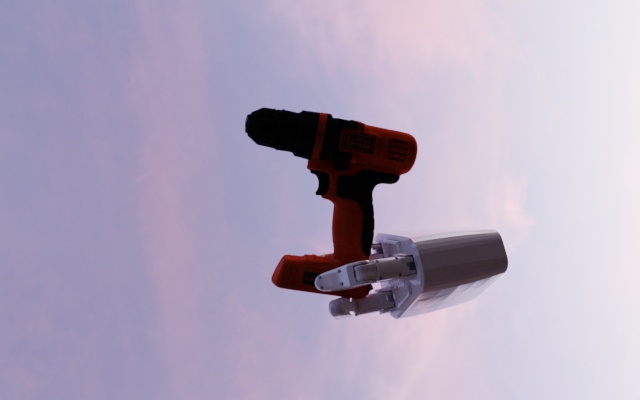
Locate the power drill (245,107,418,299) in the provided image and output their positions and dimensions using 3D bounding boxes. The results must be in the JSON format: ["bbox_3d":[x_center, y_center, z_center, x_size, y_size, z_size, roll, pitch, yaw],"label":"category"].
[{"bbox_3d":[0.000,0.002,0.507,0.184,0.187,0.057,10,2,-3],"label":"power drill"}]
